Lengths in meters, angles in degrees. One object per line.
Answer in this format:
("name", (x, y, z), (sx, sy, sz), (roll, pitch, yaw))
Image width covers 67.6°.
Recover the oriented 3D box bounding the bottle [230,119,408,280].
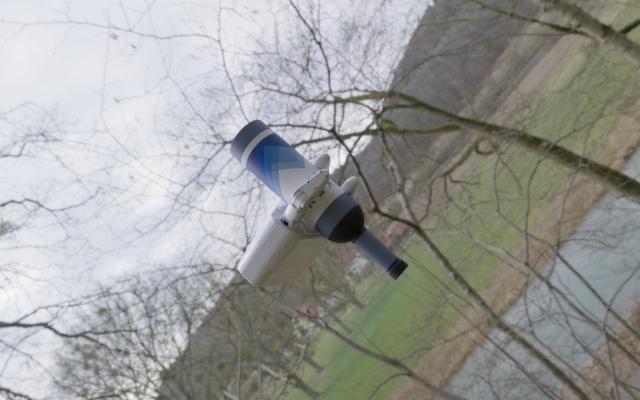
("bottle", (0.000, 0.002, 0.667), (0.295, 0.069, 0.069), (41, 10, 12))
